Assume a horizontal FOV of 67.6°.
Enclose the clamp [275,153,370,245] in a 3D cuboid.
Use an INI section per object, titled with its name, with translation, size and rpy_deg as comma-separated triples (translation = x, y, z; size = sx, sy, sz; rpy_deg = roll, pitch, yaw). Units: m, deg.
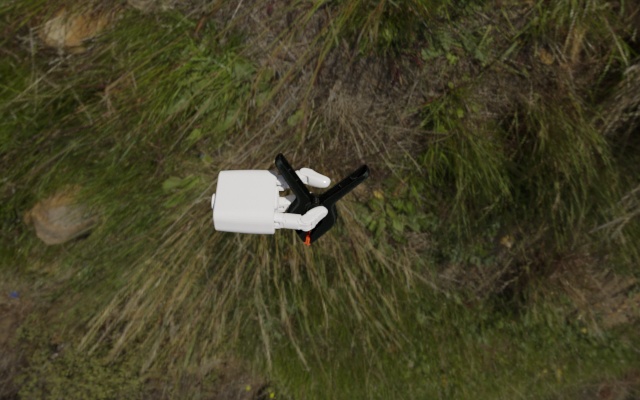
[clamp]
translation = 0.000, 0.004, 0.879
size = 0.164, 0.210, 0.036
rpy_deg = 3, 43, -1
